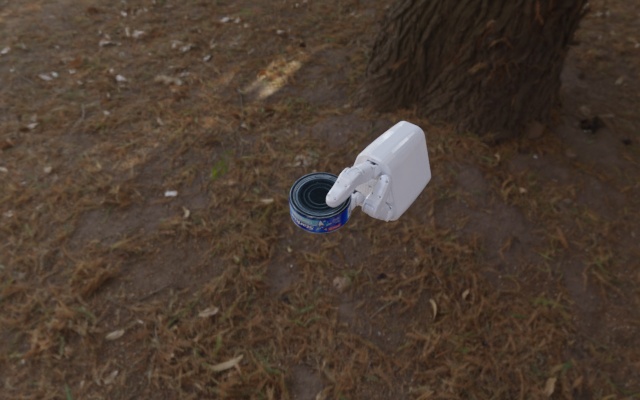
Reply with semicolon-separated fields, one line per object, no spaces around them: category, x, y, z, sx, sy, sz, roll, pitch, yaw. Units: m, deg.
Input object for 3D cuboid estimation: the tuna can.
tuna can;0.000;0.002;0.651;0.086;0.086;0.034;0;-41;1
